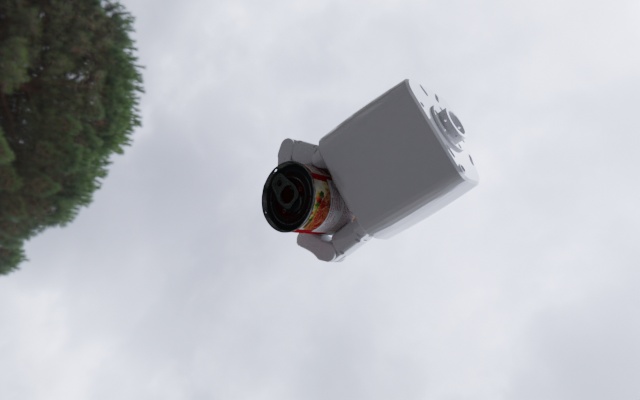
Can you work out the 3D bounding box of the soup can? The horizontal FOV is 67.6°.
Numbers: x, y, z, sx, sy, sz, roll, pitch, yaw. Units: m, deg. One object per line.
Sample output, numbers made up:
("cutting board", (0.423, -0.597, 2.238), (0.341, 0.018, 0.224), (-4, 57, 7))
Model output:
("soup can", (0.000, 0.002, 0.485), (0.068, 0.068, 0.102), (0, -6, 40))
